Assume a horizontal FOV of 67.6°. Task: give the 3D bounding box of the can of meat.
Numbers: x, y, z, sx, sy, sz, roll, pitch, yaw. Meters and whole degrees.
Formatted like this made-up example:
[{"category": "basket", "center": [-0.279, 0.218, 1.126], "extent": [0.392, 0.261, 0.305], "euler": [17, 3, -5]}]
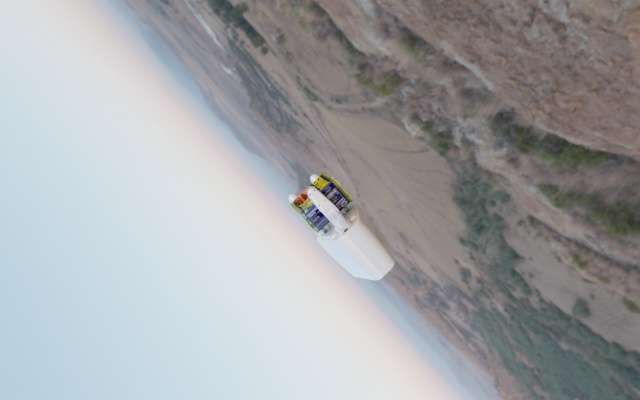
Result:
[{"category": "can of meat", "center": [0.000, 0.003, 0.829], "extent": [0.084, 0.057, 0.102], "euler": [-44, 18, -3]}]
